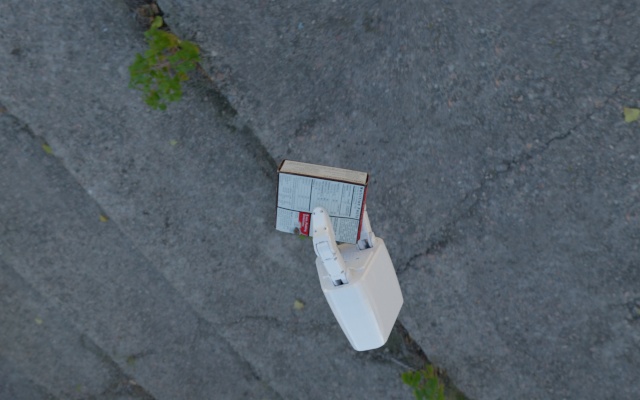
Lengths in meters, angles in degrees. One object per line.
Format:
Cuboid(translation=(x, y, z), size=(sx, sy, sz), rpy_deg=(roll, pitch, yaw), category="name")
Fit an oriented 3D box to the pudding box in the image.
Cuboid(translation=(0.000, 0.002, 0.603), size=(0.113, 0.090, 0.039), rpy_deg=(9, 29, 4), category="pudding box")
